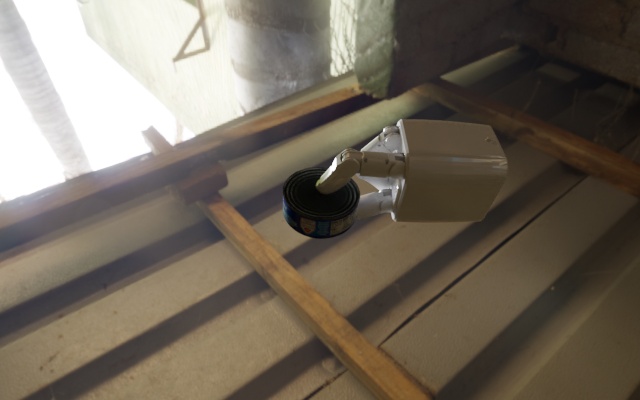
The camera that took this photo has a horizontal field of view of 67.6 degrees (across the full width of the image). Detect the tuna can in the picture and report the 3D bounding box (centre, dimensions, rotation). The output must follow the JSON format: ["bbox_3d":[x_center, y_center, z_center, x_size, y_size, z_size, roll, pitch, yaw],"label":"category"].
[{"bbox_3d":[0.000,0.002,0.536,0.086,0.034,0.086,3,43,-3],"label":"tuna can"}]
